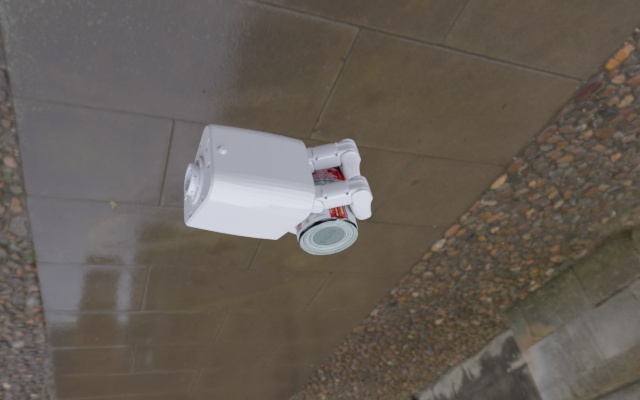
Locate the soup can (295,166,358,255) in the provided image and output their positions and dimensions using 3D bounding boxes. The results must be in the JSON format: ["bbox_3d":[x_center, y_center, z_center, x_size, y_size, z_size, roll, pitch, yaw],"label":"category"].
[{"bbox_3d":[0.001,0.002,0.545,0.068,0.102,0.069,-8,-37,-6],"label":"soup can"}]
